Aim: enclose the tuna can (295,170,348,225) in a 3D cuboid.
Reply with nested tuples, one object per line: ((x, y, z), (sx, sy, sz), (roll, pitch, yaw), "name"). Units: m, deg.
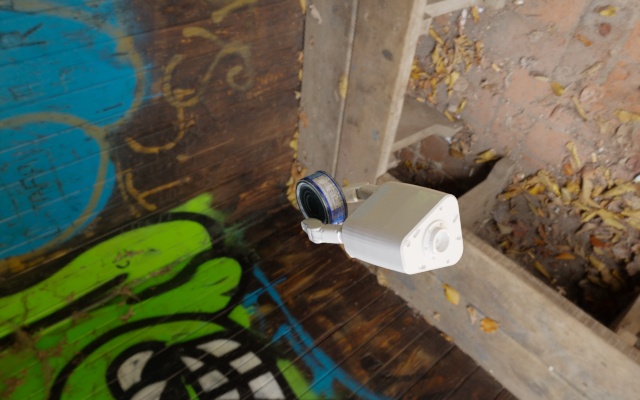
((0.000, 0.002, 0.688), (0.033, 0.086, 0.086), (-26, 12, -27), "tuna can")
